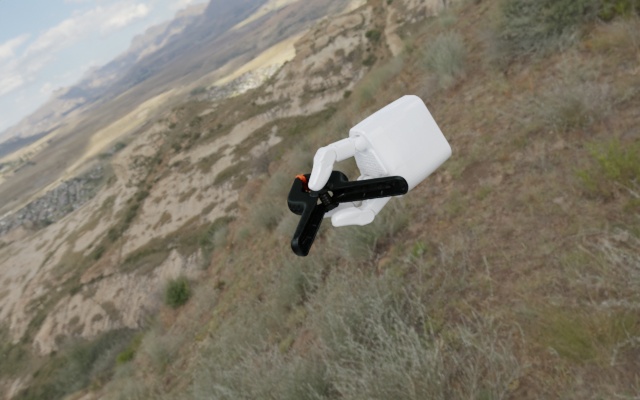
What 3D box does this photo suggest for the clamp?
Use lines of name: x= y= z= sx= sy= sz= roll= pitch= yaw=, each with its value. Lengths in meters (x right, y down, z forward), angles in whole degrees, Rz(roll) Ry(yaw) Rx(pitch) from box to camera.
clamp: x=0.000 y=0.001 z=0.653 sx=0.164 sy=0.036 sz=0.210 roll=-33 pitch=23 yaw=-17
